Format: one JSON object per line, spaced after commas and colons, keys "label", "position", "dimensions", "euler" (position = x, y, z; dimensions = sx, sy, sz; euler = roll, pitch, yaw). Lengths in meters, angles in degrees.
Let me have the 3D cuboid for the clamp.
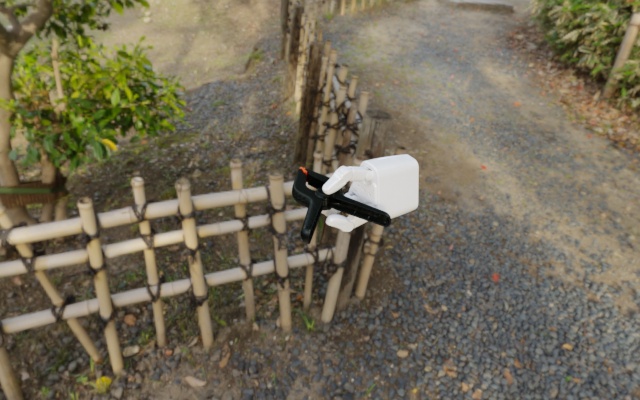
{"label": "clamp", "position": [0.000, 0.002, 0.846], "dimensions": [0.164, 0.036, 0.210], "euler": [-14, 38, -30]}
